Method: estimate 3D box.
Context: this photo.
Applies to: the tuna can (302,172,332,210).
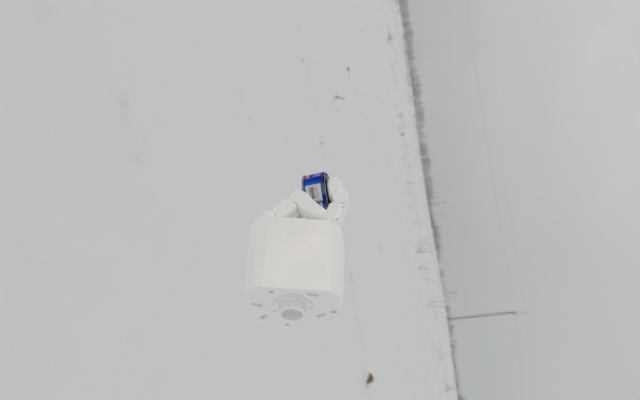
[{"bbox_3d":[0.001,0.002,0.691,0.034,0.086,0.086,-12,-2,9],"label":"tuna can"}]
